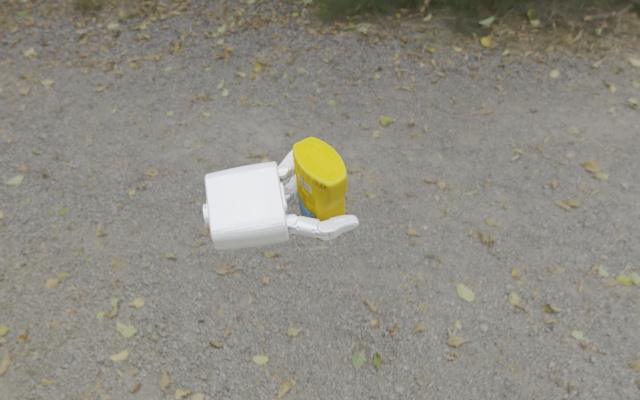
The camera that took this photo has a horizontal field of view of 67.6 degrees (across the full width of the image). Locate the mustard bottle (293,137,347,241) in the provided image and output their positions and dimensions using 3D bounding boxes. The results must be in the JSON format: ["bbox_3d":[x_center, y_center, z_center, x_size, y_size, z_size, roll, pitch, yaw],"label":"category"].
[{"bbox_3d":[0.000,0.002,0.718,0.058,0.096,0.192,-29,-33,-20],"label":"mustard bottle"}]
